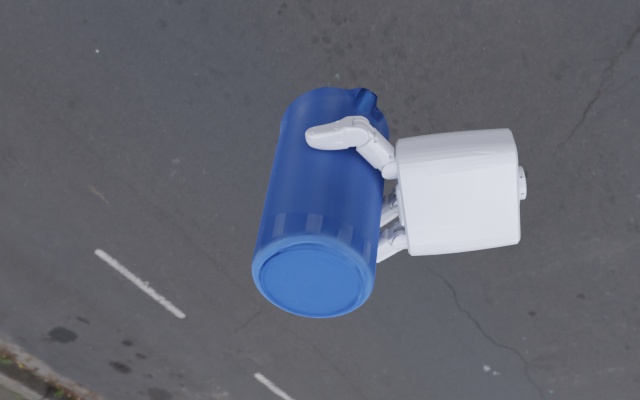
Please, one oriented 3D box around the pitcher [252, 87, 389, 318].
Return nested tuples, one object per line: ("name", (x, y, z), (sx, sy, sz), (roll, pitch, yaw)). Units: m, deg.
("pitcher", (0.000, 0.002, 0.503), (0.145, 0.149, 0.242), (-7, 39, 14))
